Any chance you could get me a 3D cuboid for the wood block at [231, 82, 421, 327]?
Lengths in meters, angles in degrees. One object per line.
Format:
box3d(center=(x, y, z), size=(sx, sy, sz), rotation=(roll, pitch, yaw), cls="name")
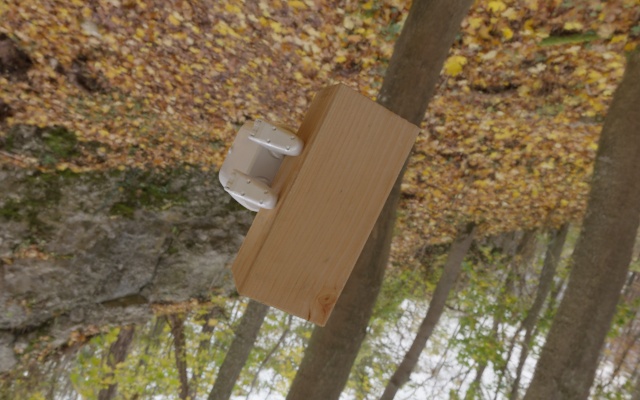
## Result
box3d(center=(0.000, 0.002, 0.470), size=(0.091, 0.206, 0.090), rotation=(26, 1, -17), cls="wood block")
